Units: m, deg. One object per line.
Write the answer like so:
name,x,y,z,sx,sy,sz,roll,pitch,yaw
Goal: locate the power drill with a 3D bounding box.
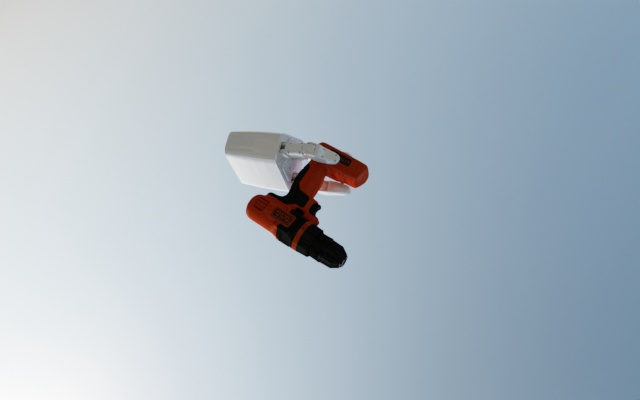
power drill,0.000,0.002,0.780,0.184,0.187,0.057,31,-29,16
